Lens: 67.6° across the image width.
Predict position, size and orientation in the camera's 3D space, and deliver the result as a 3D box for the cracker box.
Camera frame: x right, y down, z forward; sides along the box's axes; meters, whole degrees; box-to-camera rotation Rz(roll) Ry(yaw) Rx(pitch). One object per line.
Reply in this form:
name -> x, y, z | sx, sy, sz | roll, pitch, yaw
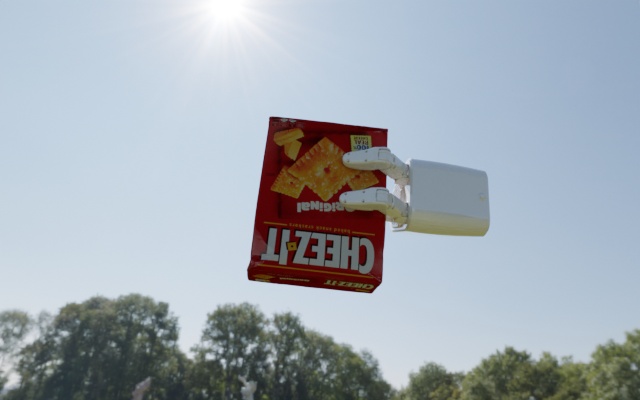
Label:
cracker box -> 0.000, 0.002, 0.622 | 0.164, 0.213, 0.072 | 7, -22, -3
